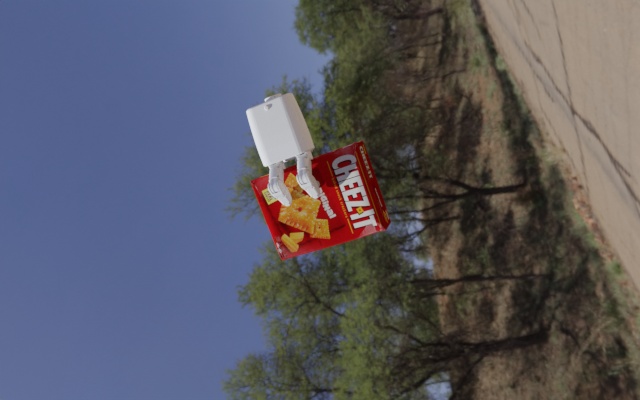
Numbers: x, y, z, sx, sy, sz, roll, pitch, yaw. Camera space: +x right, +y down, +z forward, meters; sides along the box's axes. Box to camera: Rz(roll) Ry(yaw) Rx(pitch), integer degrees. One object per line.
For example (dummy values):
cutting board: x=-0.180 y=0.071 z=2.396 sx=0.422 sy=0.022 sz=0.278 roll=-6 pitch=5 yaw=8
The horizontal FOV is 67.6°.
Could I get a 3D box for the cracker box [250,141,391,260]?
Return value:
cracker box: x=0.000 y=0.003 z=0.880 sx=0.214 sy=0.164 sz=0.072 roll=-18 pitch=7 yaw=18
